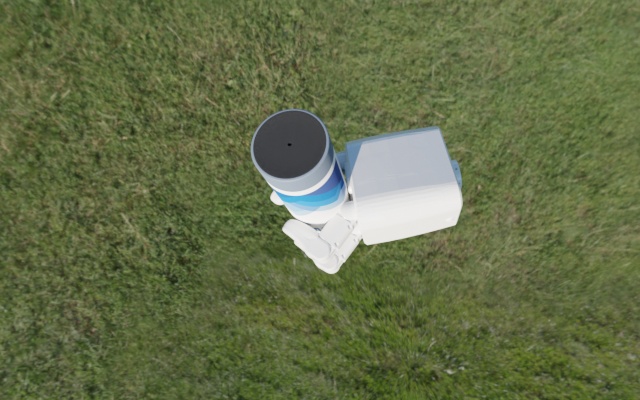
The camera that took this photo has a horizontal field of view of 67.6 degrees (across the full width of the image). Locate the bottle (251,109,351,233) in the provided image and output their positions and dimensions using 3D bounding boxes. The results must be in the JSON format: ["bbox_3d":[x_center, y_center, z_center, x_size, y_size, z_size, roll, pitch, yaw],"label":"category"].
[{"bbox_3d":[0.000,0.002,0.527,0.069,0.069,0.296,0,-19,11],"label":"bottle"}]
